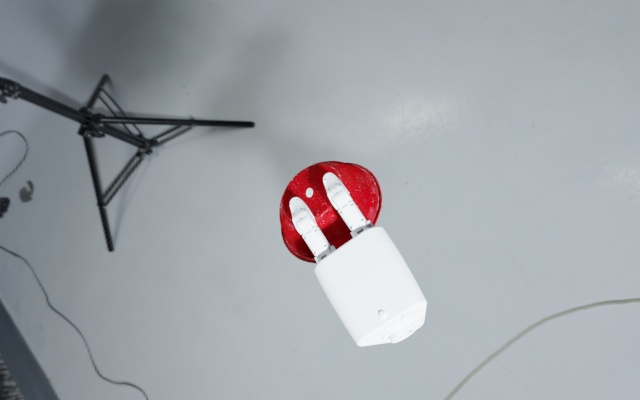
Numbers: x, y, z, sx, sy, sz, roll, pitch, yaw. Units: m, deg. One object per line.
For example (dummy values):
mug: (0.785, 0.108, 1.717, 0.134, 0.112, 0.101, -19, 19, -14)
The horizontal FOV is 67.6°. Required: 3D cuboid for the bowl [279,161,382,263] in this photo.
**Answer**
bowl: (-0.001, 0.001, 0.658, 0.162, 0.162, 0.055, 0, -29, 34)
